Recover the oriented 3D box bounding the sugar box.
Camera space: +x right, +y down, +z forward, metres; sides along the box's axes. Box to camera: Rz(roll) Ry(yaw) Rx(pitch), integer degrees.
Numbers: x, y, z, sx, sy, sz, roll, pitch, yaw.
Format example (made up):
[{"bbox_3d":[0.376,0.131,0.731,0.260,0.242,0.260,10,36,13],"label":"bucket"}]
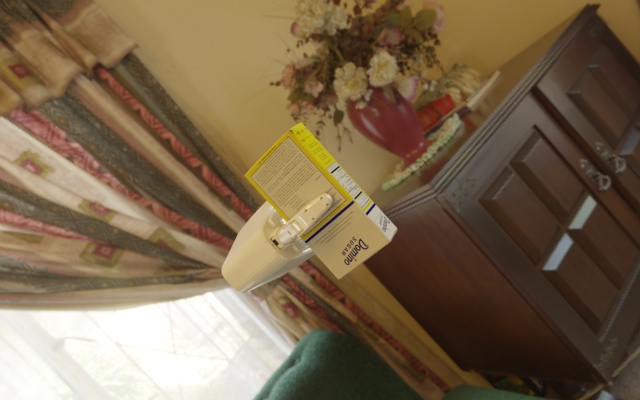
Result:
[{"bbox_3d":[0.000,0.002,0.584,0.093,0.176,0.048,-41,3,31],"label":"sugar box"}]
